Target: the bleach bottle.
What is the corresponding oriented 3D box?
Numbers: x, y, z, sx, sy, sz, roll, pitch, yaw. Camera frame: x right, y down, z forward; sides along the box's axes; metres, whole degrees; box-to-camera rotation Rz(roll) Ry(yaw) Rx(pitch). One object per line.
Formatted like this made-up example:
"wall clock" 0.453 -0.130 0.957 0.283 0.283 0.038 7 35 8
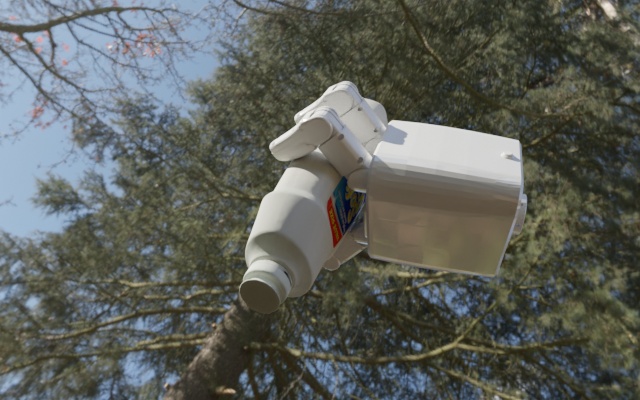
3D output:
"bleach bottle" 0.000 0.001 0.403 0.068 0.103 0.250 10 35 15
